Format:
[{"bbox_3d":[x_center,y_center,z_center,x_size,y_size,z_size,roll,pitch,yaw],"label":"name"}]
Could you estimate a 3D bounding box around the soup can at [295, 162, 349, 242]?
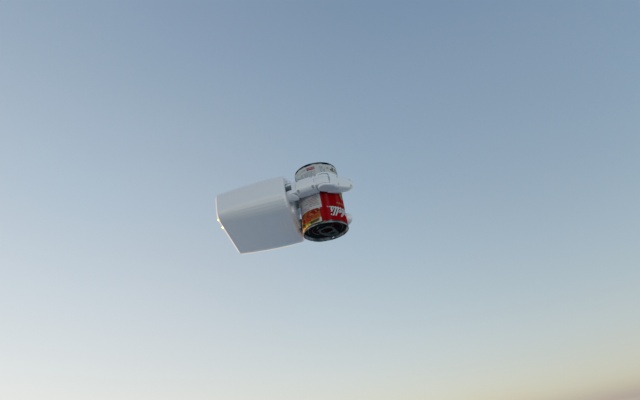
[{"bbox_3d":[0.001,0.002,0.717,0.068,0.102,0.068,-8,-27,-4],"label":"soup can"}]
